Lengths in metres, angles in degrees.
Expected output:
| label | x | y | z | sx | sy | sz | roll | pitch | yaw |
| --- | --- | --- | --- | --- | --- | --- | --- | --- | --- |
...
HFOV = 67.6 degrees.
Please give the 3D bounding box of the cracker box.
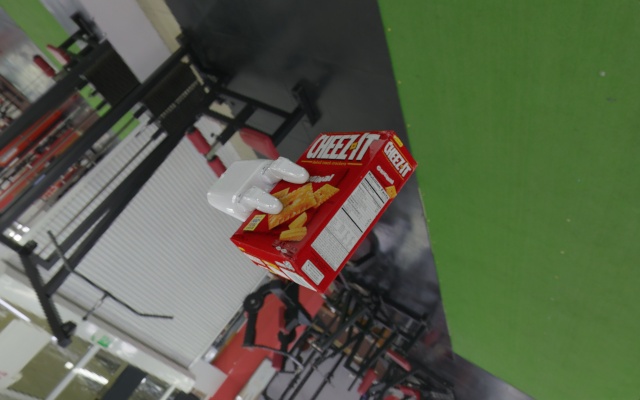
| label | x | y | z | sx | sy | sz | roll | pitch | yaw |
| --- | --- | --- | --- | --- | --- | --- | --- | --- | --- |
| cracker box | 0.000 | 0.002 | 0.632 | 0.164 | 0.213 | 0.072 | 10 | -34 | 54 |
